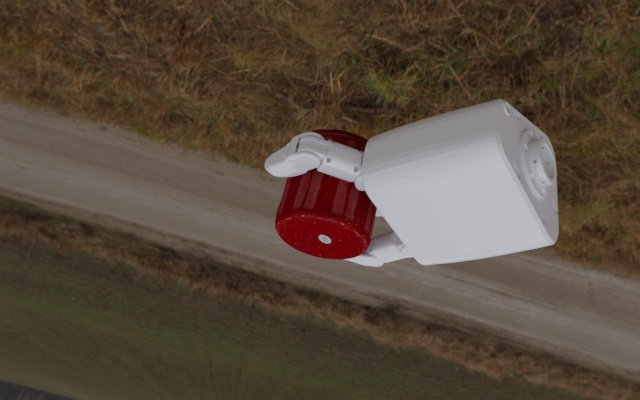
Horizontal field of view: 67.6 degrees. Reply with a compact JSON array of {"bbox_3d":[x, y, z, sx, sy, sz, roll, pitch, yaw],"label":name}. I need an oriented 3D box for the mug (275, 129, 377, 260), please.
[{"bbox_3d":[-0.001,0.002,0.423,0.117,0.081,0.093,-17,-42,42],"label":"mug"}]
